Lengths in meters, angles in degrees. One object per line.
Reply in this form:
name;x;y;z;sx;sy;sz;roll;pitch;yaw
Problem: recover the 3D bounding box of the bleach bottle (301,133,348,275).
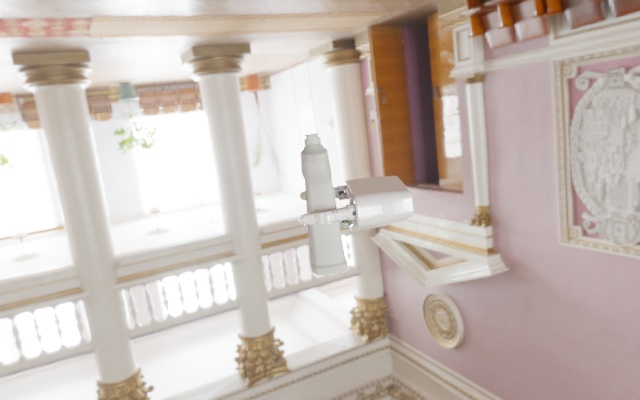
bleach bottle;0.000;0.003;0.882;0.068;0.251;0.102;-8;9;-6
